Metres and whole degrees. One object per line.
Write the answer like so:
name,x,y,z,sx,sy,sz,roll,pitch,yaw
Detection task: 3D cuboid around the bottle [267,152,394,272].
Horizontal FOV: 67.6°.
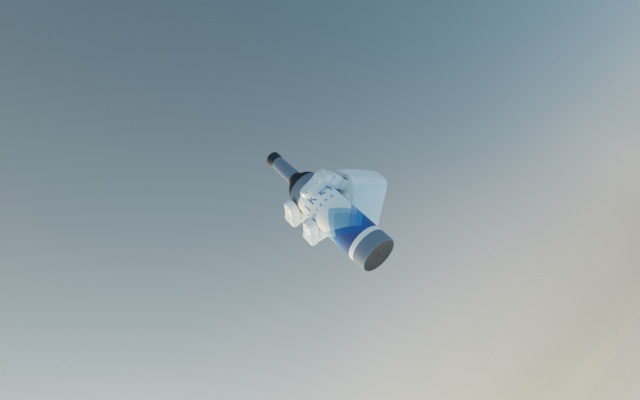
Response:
bottle,0.000,0.003,0.822,0.069,0.069,0.295,0,34,-49
